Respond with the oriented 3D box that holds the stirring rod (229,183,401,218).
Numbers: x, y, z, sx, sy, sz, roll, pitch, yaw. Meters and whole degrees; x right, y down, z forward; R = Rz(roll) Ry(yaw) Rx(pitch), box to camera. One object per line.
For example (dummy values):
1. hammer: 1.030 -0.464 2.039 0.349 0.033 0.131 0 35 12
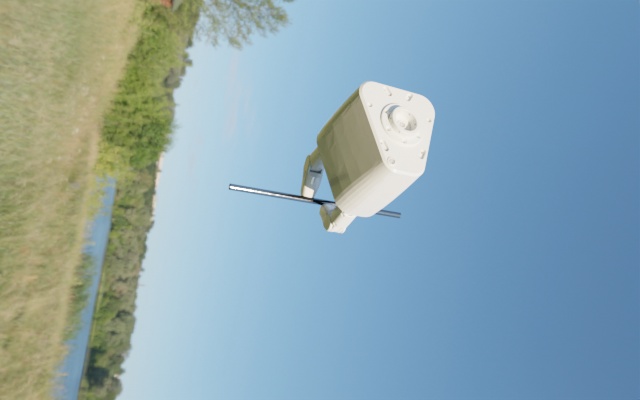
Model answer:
1. stirring rod: 0.000 0.002 0.623 0.239 0.011 0.011 10 -4 -21
